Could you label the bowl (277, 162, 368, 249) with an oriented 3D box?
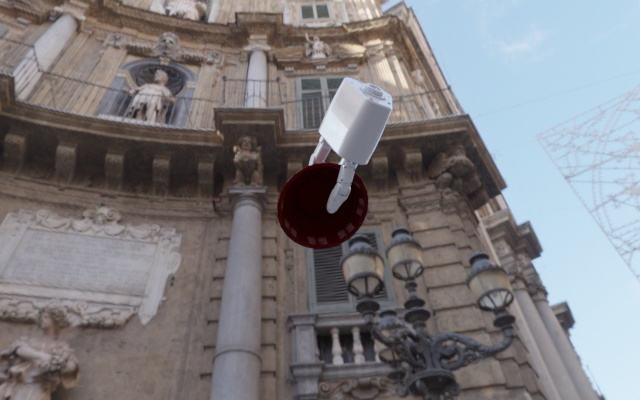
[{"bbox_3d":[-0.001,0.004,0.848,0.162,0.162,0.055,0,21,-13],"label":"bowl"}]
